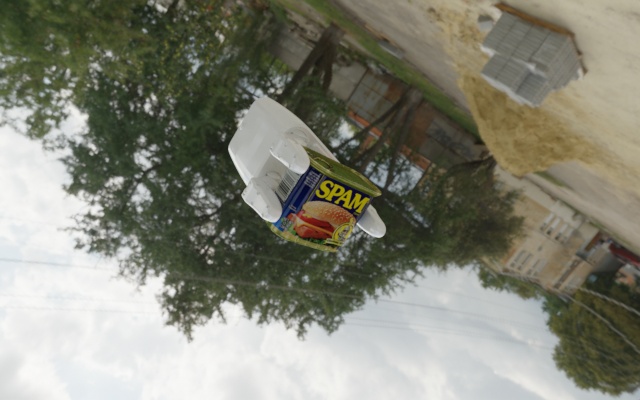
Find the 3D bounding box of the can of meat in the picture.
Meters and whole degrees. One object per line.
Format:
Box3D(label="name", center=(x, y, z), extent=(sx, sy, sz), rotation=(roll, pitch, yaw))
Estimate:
Box3D(label="can of meat", center=(0.000, 0.002, 0.503), extent=(0.102, 0.084, 0.057), rotation=(21, 18, -41))
